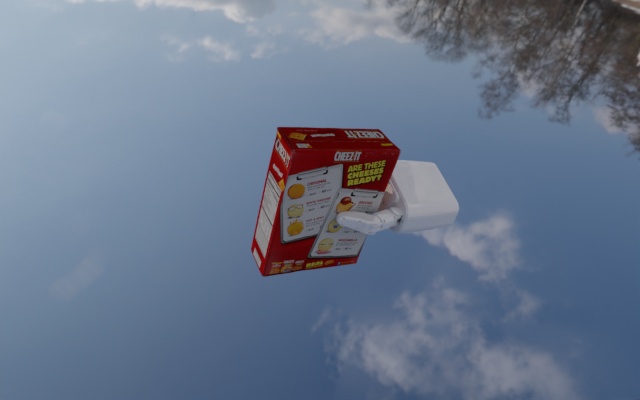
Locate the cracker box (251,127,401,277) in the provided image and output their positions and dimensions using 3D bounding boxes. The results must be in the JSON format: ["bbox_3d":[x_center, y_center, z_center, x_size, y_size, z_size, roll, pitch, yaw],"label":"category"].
[{"bbox_3d":[0.000,0.002,0.686,0.164,0.214,0.072,-4,38,-28],"label":"cracker box"}]
